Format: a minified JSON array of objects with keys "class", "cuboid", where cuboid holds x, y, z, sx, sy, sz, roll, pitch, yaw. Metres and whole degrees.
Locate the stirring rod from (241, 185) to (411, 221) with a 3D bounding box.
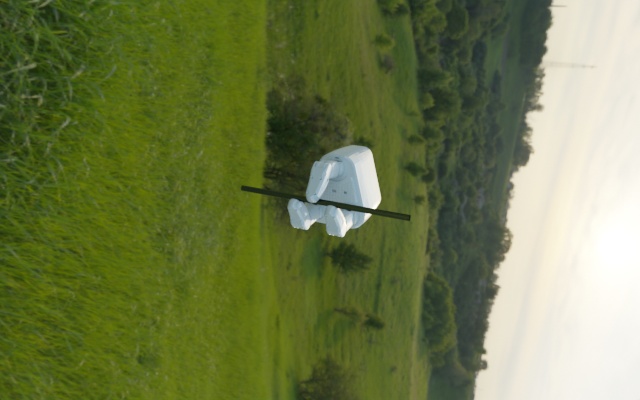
[{"class":"stirring rod","cuboid":[0.000,0.002,0.635,0.239,0.011,0.011,10,4,21]}]
